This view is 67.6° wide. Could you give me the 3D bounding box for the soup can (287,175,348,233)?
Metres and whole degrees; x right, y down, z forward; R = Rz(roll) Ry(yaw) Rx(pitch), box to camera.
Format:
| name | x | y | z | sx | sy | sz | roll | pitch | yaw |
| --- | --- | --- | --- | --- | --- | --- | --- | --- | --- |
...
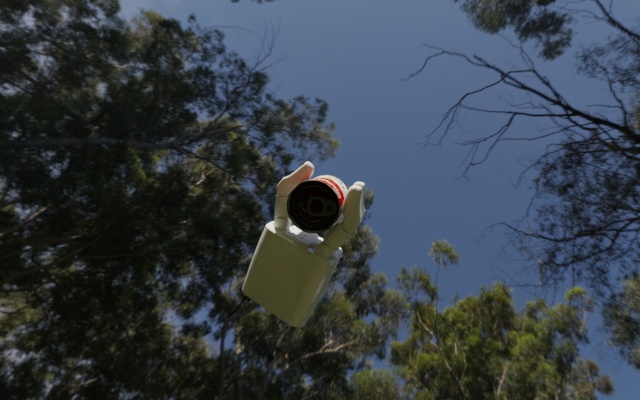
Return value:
| name | x | y | z | sx | sy | sz | roll | pitch | yaw |
| --- | --- | --- | --- | --- | --- | --- | --- | --- | --- |
| soup can | 0.000 | 0.002 | 0.643 | 0.068 | 0.068 | 0.102 | 0 | 7 | 11 |
